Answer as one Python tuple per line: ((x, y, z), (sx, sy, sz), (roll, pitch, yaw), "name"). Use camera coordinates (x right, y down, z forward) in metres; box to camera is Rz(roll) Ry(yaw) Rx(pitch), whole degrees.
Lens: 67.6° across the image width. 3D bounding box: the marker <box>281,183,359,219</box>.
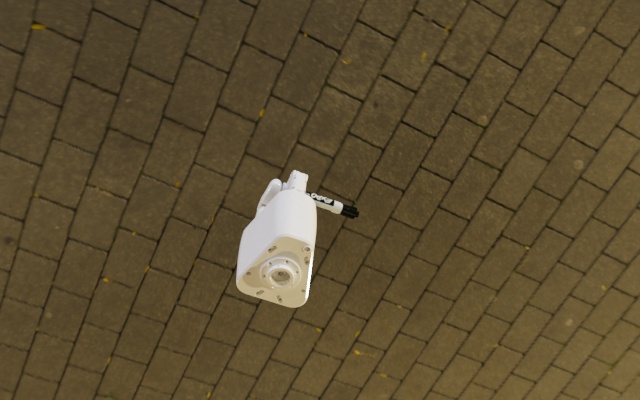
((0.000, 0.002, 0.697), (0.121, 0.020, 0.020), (19, -4, -12), "marker")
